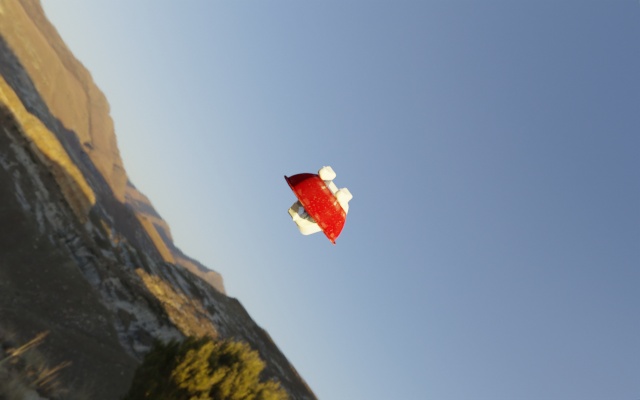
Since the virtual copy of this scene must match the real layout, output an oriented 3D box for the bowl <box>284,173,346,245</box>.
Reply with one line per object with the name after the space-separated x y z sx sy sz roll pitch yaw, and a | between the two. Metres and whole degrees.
0.001 0.003 0.895 0.055 0.162 0.162 -36 -2 2 | bowl
